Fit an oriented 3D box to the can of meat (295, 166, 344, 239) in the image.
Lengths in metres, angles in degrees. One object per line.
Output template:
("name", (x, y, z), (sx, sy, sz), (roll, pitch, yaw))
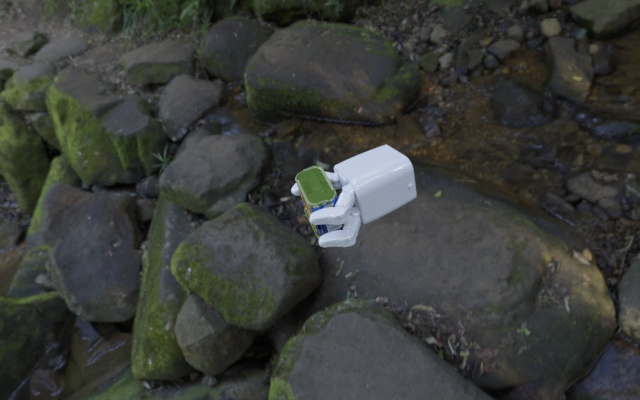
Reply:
("can of meat", (0.000, 0.002, 0.812), (0.057, 0.084, 0.102), (-22, 43, -5))
